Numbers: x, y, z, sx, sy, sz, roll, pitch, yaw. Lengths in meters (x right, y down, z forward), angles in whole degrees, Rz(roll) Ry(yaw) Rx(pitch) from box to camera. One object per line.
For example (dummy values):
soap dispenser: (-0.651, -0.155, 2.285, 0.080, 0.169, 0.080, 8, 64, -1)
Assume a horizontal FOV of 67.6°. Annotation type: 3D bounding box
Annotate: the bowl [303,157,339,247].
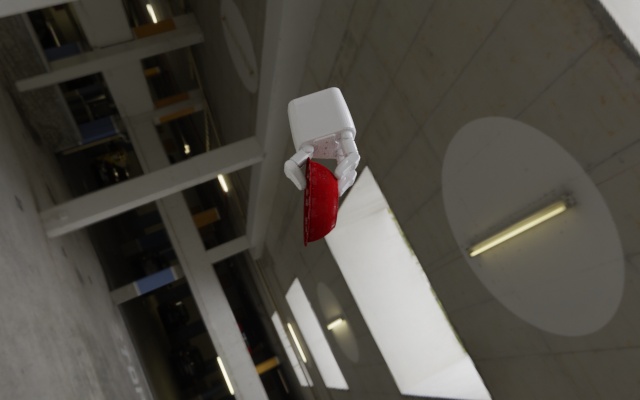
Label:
bowl: (0.001, 0.004, 0.859, 0.055, 0.162, 0.162, 2, 0, -4)
